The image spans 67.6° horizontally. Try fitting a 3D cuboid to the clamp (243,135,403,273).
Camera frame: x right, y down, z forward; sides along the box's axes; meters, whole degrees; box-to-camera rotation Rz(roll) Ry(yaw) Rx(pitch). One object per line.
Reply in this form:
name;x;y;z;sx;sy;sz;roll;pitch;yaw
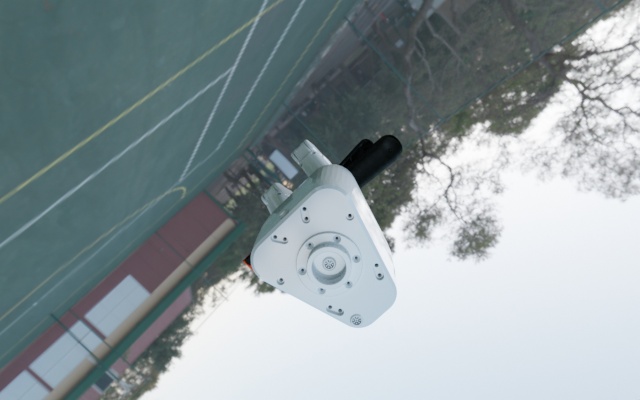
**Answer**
clamp;0.000;0.003;0.531;0.210;0.036;0.164;-44;5;9
